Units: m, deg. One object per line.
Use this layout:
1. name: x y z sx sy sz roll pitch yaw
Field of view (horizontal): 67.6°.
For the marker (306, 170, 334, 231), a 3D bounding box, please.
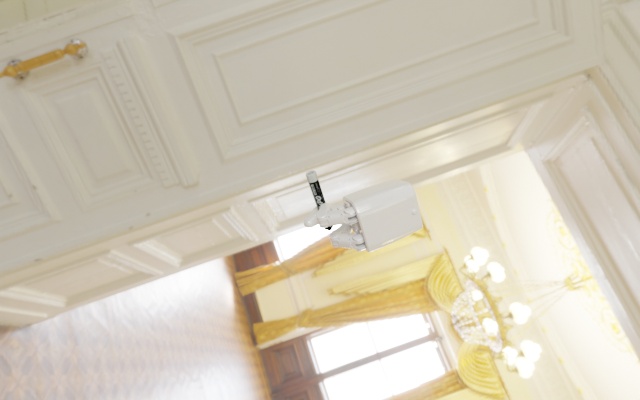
1. marker: 0.000 0.003 0.852 0.020 0.121 0.020 -15 27 8
